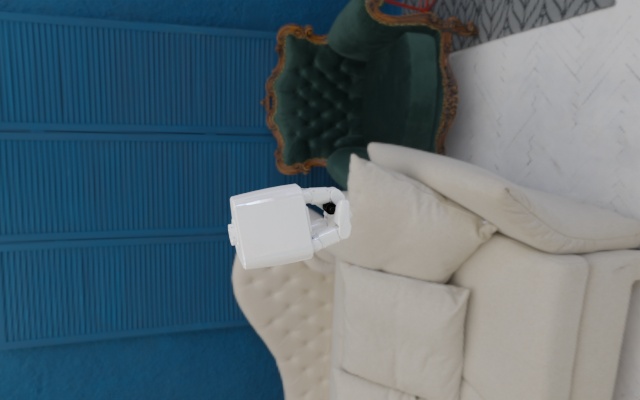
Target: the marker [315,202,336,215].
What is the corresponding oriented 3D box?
[{"bbox_3d":[0.000,0.003,0.785,0.020,0.020,0.121,0,12,-18],"label":"marker"}]
